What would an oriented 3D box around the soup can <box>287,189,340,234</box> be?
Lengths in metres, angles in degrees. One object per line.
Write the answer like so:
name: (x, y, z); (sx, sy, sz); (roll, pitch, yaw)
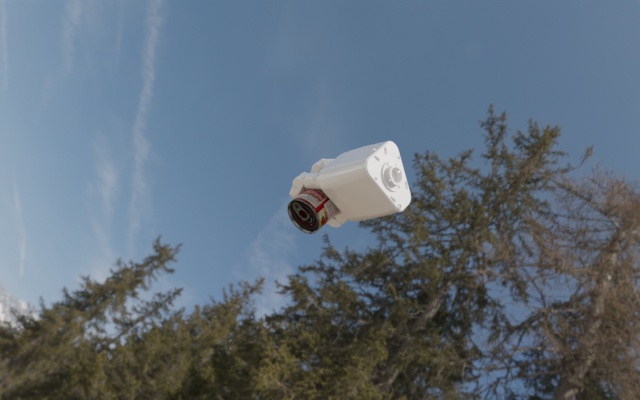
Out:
soup can: (0.000, 0.003, 0.835); (0.068, 0.068, 0.102); (0, 30, 43)
